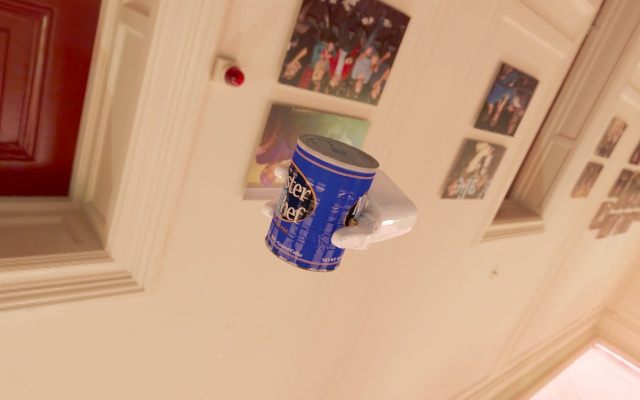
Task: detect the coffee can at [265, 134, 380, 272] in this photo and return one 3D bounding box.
[{"bbox_3d":[0.000,0.002,0.590,0.103,0.140,0.102,18,19,-6],"label":"coffee can"}]
